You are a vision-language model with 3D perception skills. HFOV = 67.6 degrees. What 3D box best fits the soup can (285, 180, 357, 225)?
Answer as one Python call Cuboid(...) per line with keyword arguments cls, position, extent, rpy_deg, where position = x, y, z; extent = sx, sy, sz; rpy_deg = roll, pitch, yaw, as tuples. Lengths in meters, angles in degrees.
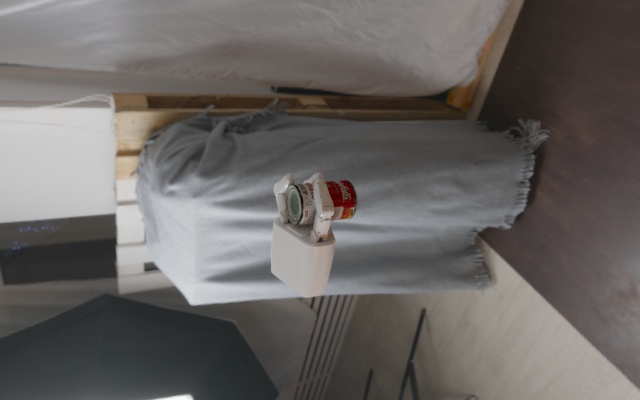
Cuboid(cls="soup can", position=(0.000, 0.002, 0.793), extent=(0.102, 0.068, 0.068), rpy_deg=(-5, 2, -27))
